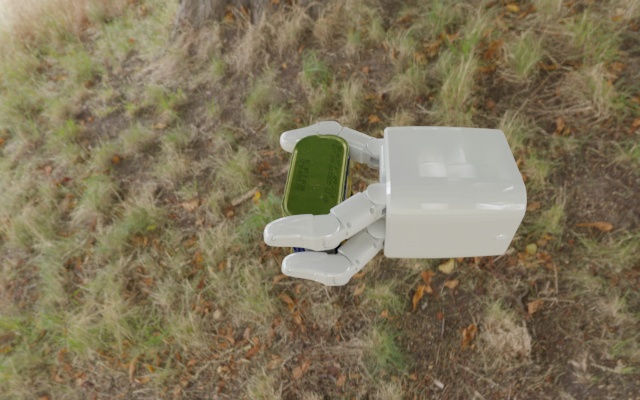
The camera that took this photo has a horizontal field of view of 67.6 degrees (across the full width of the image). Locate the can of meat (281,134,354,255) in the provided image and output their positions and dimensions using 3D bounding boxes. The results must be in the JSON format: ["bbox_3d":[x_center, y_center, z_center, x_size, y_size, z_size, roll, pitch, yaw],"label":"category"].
[{"bbox_3d":[0.000,0.001,0.443,0.057,0.102,0.084,3,-33,8],"label":"can of meat"}]
